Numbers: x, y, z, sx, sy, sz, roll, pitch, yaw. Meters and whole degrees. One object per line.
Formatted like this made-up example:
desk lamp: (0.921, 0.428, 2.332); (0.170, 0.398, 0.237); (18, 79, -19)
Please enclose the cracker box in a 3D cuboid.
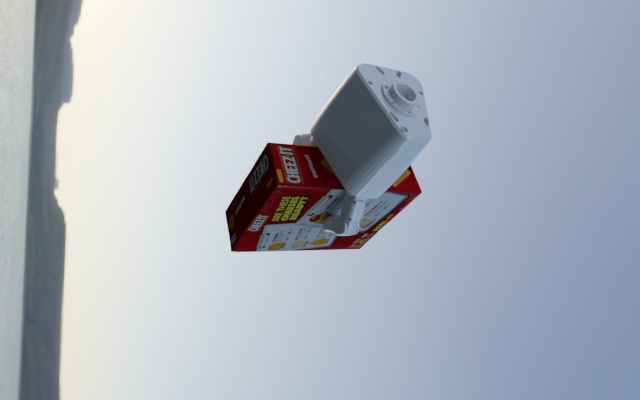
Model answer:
cracker box: (0.000, 0.002, 0.643); (0.214, 0.072, 0.164); (3, -33, -31)
